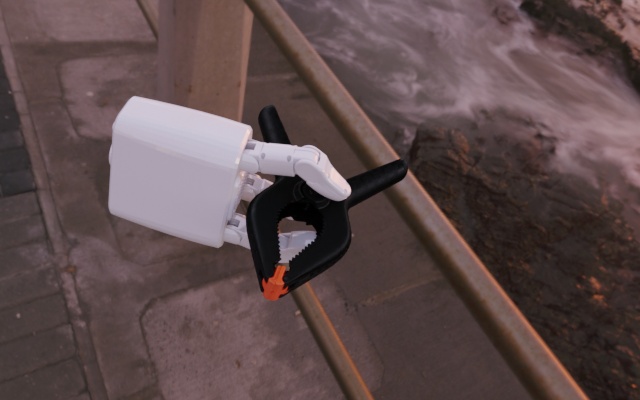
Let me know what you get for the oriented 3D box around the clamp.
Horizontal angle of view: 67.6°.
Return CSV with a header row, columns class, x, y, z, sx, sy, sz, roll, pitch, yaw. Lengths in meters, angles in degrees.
class,x,y,z,sx,sy,sz,roll,pitch,yaw
clamp,0.000,0.001,0.442,0.164,0.209,0.036,16,-42,-4
